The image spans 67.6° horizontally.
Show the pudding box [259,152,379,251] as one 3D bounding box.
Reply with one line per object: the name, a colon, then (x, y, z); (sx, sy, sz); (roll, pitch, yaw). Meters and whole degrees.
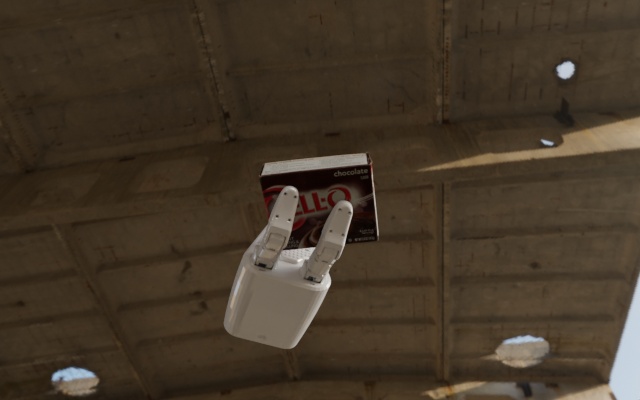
pudding box: (0.000, 0.002, 0.493); (0.113, 0.090, 0.039); (-7, 30, 4)
